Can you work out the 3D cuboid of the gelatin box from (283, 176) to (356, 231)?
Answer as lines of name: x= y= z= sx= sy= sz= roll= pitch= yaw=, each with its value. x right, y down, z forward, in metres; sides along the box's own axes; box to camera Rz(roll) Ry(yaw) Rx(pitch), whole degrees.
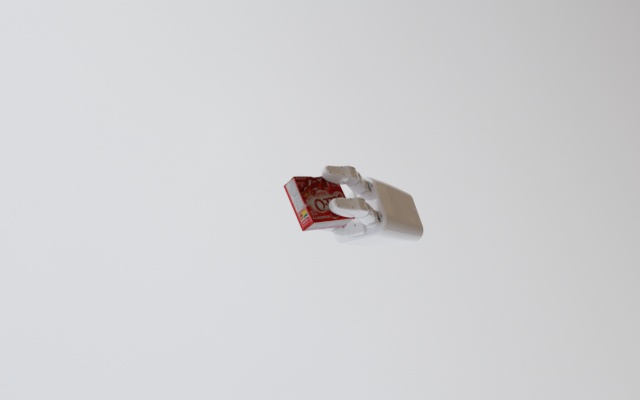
gelatin box: x=0.000 y=0.002 z=0.673 sx=0.089 sy=0.073 sz=0.030 roll=-4 pitch=-27 yaw=-45
